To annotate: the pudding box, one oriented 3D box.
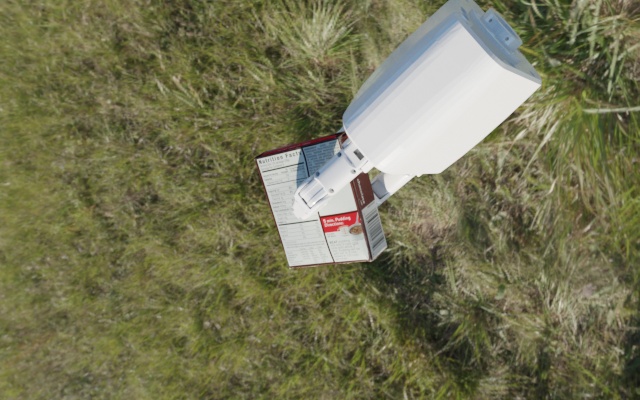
[{"bbox_3d":[0.000,0.001,0.426,0.090,0.113,0.039,-9,11,31],"label":"pudding box"}]
